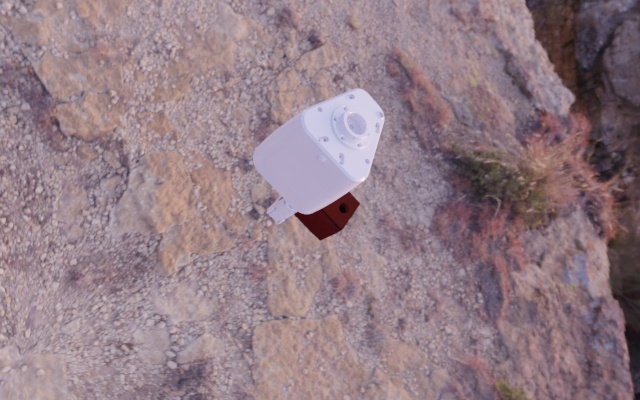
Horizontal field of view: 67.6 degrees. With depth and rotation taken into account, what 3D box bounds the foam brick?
[{"bbox_3d":[0.000,0.002,0.602,0.051,0.078,0.053,-30,17,50],"label":"foam brick"}]
